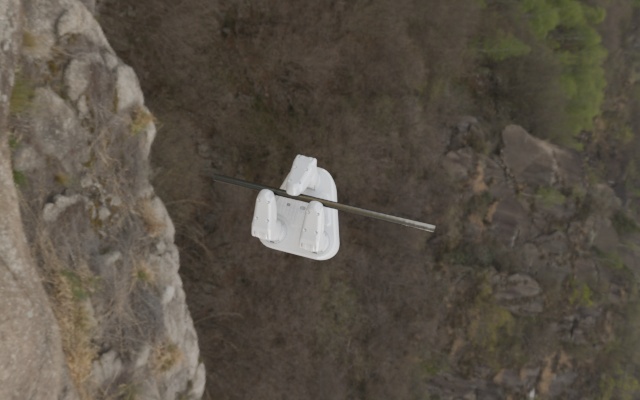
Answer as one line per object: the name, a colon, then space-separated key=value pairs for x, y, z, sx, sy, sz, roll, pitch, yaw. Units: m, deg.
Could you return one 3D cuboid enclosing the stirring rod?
stirring rod: x=0.000 y=0.002 z=0.503 sx=0.239 sy=0.011 sz=0.011 roll=13 pitch=2 yaw=8
